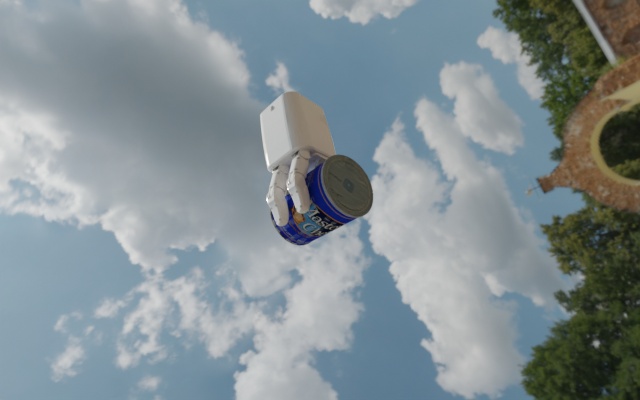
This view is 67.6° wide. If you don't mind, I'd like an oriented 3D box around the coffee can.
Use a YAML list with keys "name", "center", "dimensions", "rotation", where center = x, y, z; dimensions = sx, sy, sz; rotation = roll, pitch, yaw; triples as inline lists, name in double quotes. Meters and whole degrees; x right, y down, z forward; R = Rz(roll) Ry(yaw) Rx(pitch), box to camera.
- name: "coffee can"
  center: [0.000, 0.003, 0.769]
  dimensions: [0.103, 0.102, 0.140]
  rotation: [0, -22, -43]
